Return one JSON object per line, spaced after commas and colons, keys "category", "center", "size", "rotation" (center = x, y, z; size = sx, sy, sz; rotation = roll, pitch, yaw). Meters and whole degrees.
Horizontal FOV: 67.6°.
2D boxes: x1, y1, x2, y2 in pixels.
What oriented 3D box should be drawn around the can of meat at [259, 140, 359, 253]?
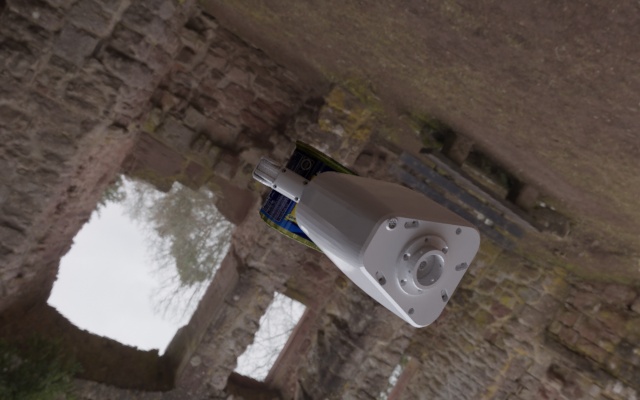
{"category": "can of meat", "center": [0.000, 0.002, 0.478], "size": [0.102, 0.084, 0.057], "rotation": [29, 3, -34]}
